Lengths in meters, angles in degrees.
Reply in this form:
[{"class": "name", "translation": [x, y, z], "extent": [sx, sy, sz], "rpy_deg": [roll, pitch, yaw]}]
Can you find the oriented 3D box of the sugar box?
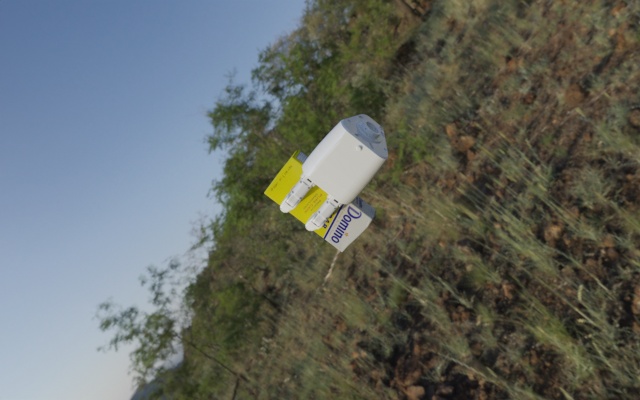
[{"class": "sugar box", "translation": [0.000, 0.003, 0.833], "extent": [0.176, 0.093, 0.048], "rpy_deg": [38, 29, -5]}]
